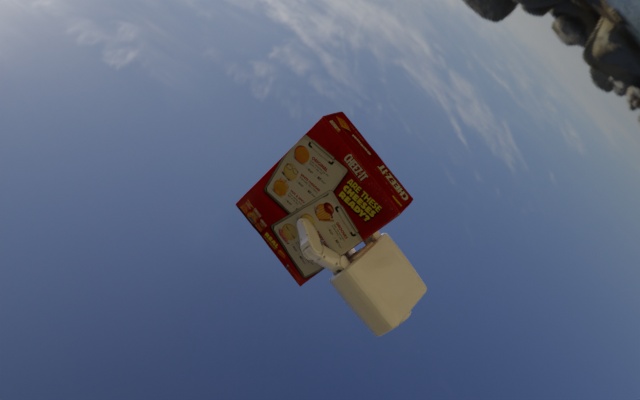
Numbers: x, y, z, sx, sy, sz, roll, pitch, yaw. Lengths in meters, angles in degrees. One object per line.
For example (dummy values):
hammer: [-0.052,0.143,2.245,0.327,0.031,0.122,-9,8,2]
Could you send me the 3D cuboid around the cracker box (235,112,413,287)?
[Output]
cracker box: [0.000,0.002,0.696,0.214,0.164,0.072,-41,-4,33]
